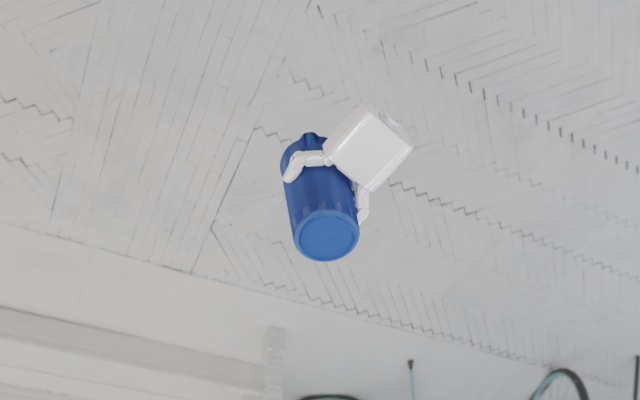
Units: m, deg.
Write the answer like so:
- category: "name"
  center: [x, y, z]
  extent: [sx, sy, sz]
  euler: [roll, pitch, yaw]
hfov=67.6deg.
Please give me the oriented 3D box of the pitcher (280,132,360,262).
- category: "pitcher"
  center: [0.000, 0.003, 0.861]
  extent: [0.149, 0.145, 0.242]
  euler: [32, 25, -25]
